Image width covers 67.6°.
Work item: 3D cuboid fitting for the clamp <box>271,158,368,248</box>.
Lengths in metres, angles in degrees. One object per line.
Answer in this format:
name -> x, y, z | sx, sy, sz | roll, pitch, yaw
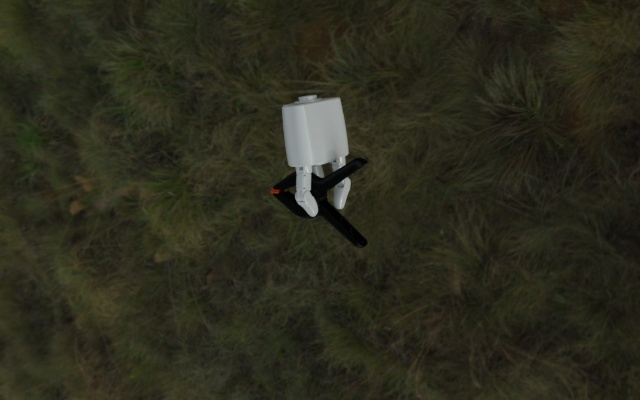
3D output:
clamp -> -0.001, 0.003, 0.882 | 0.210, 0.164, 0.036 | 3, 17, 34
